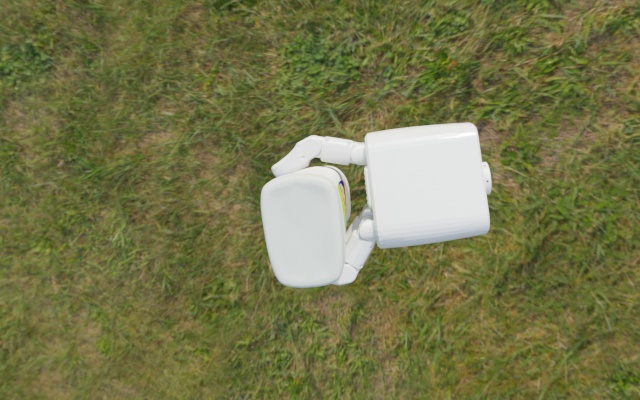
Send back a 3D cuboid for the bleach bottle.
[{"bbox_3d":[0.000,0.002,0.514,0.068,0.102,0.250,-5,12,8],"label":"bleach bottle"}]
